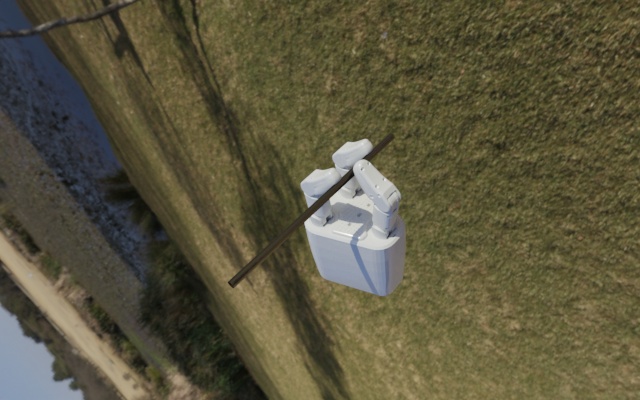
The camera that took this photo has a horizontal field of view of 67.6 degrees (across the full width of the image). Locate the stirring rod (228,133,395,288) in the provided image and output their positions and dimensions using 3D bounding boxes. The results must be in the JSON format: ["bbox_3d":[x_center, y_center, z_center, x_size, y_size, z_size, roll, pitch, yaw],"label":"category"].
[{"bbox_3d":[0.000,0.002,0.473,0.239,0.011,0.011,-43,23,-27],"label":"stirring rod"}]
